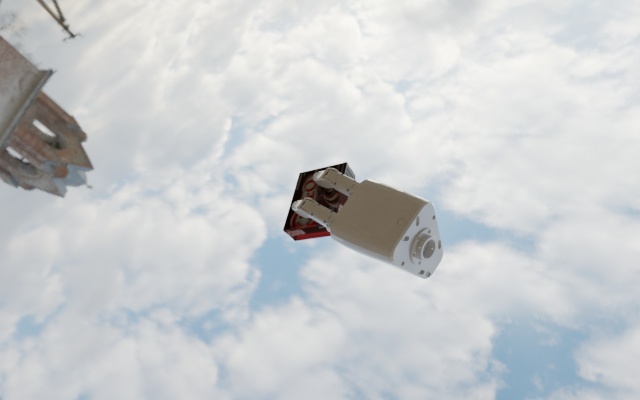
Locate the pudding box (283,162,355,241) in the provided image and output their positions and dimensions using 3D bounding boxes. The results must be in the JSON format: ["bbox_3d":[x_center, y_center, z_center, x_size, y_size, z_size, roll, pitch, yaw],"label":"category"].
[{"bbox_3d":[0.000,0.002,0.720,0.090,0.113,0.039,-10,-42,32],"label":"pudding box"}]
